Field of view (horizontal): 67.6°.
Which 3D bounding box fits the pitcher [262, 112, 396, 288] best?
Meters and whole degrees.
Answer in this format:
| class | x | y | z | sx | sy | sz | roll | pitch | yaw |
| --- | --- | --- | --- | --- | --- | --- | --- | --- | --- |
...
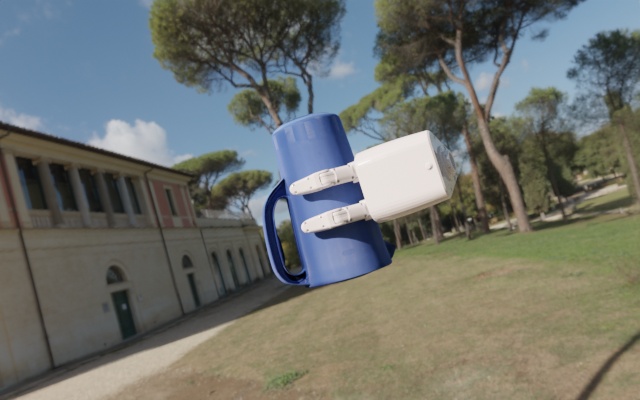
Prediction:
| class | x | y | z | sx | sy | sz | roll | pitch | yaw |
| --- | --- | --- | --- | --- | --- | --- | --- | --- | --- |
| pitcher | 0.000 | 0.002 | 0.705 | 0.145 | 0.243 | 0.149 | -19 | -5 | 28 |
